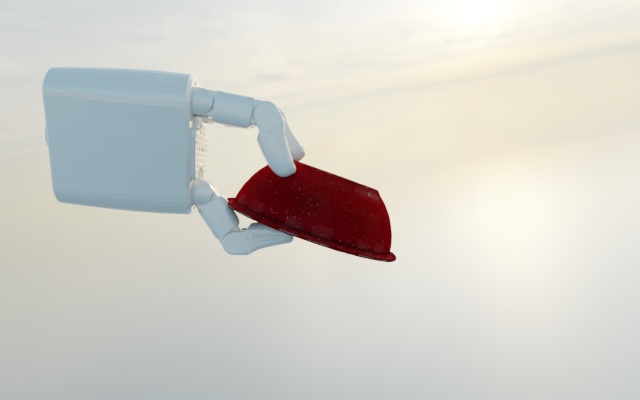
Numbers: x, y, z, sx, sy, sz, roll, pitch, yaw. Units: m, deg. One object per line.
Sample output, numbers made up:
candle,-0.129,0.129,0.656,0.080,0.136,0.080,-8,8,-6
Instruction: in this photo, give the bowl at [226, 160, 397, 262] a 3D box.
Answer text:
bowl,0.001,0.001,0.430,0.162,0.055,0.162,19,3,-1
